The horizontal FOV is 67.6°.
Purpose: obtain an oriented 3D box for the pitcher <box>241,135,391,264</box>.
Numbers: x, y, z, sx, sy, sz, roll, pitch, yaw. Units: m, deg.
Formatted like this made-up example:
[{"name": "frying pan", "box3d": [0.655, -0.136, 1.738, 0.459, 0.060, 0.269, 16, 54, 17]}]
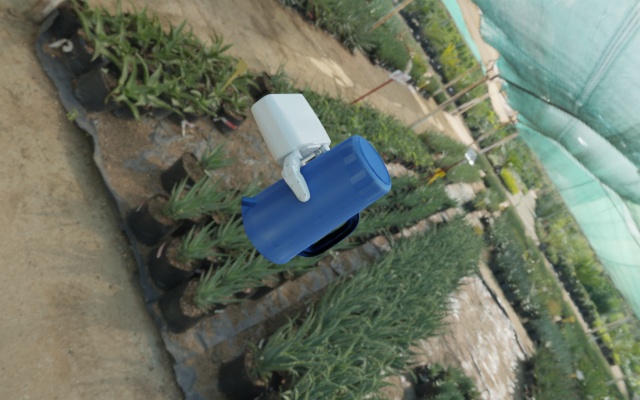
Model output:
[{"name": "pitcher", "box3d": [0.000, 0.003, 0.816, 0.243, 0.145, 0.149, -32, -10, 22]}]
